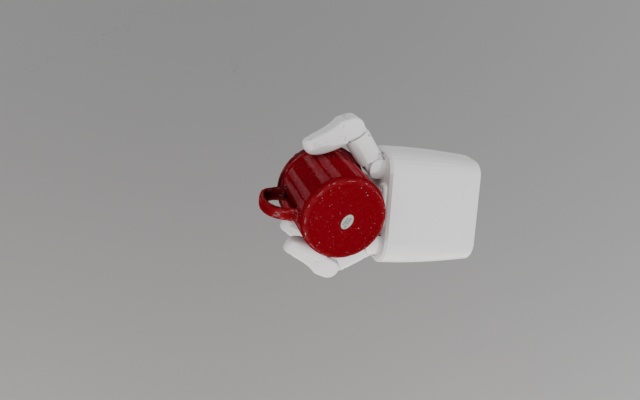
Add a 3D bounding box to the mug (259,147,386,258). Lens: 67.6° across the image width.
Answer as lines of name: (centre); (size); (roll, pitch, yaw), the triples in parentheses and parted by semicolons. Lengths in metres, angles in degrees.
mug: (-0.001, 0.001, 0.454); (0.117, 0.093, 0.081); (1, 23, -18)
